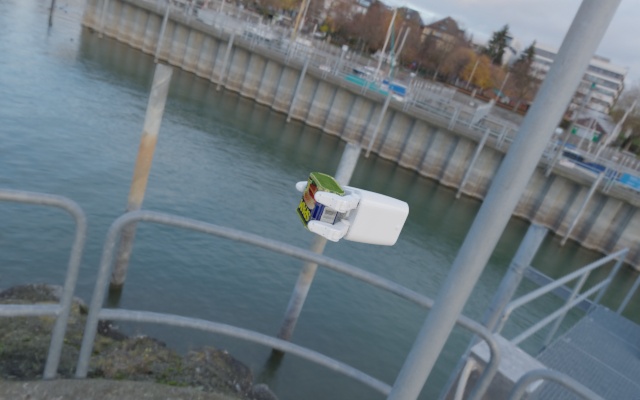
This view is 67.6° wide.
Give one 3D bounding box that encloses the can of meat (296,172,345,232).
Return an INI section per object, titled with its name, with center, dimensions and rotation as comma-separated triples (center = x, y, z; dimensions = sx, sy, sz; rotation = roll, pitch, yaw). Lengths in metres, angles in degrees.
[can of meat]
center = 0.000, 0.003, 0.891
dimensions = 0.057, 0.084, 0.102
rotation = 13, 19, -22
